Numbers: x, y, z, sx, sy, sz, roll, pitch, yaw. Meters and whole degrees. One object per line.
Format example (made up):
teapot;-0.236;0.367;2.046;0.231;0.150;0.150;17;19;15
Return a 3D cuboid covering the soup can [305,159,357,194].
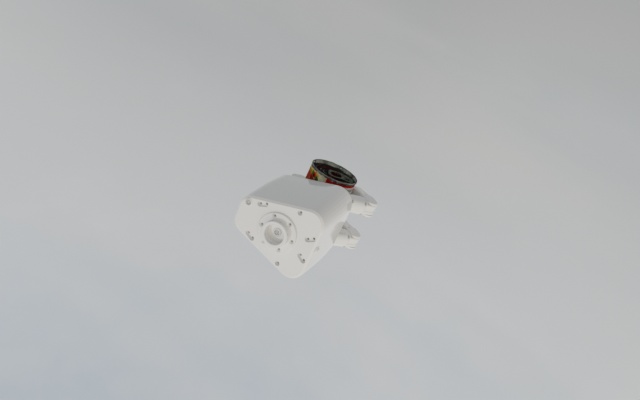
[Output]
soup can;0.000;0.002;0.673;0.068;0.102;0.068;21;22;-9
